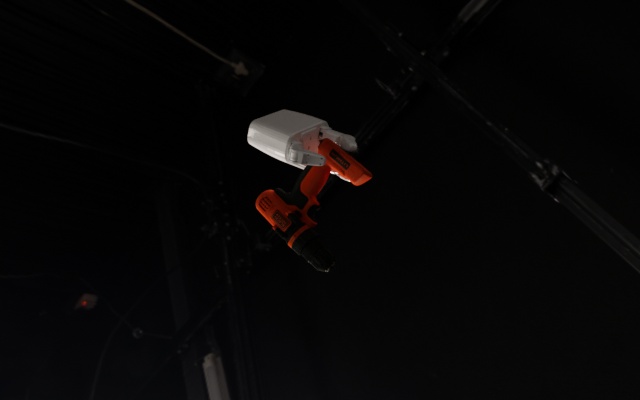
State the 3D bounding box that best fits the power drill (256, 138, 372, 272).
[{"bbox_3d":[0.000,0.002,0.819,0.184,0.187,0.057,44,8,17],"label":"power drill"}]
